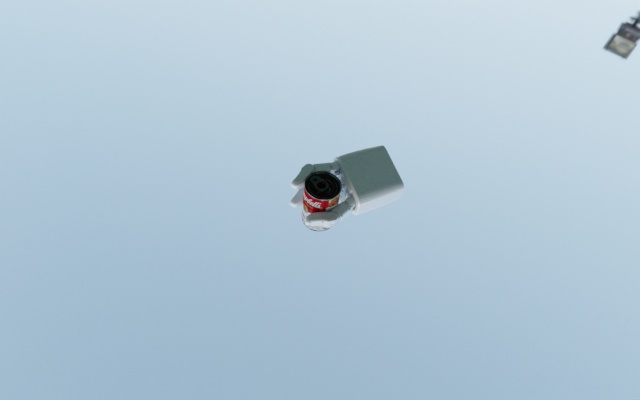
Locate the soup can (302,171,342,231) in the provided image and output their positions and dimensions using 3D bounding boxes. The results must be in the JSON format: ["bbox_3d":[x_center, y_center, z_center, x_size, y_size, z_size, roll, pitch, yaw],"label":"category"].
[{"bbox_3d":[0.000,0.003,0.894,0.068,0.068,0.102,0,-37,-7],"label":"soup can"}]
